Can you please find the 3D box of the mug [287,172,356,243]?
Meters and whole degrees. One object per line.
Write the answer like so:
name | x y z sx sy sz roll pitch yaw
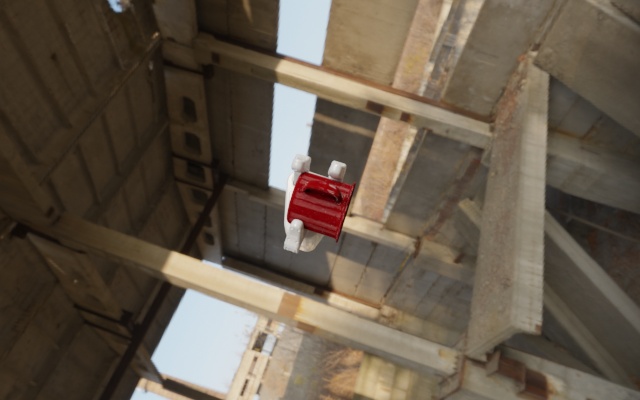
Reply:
mug | 0.000 0.002 0.693 0.081 0.093 0.117 17 -19 5
